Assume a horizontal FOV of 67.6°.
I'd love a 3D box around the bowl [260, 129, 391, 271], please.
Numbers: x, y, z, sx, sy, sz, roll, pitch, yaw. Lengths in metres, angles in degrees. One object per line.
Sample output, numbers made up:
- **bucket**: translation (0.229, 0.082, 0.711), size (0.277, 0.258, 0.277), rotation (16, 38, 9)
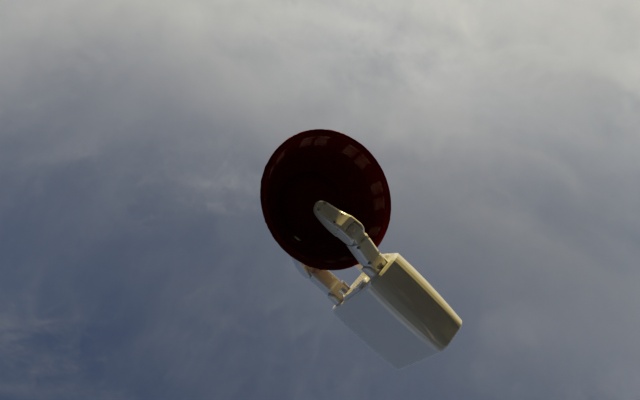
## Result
- **bowl**: translation (-0.001, 0.001, 0.558), size (0.162, 0.162, 0.055), rotation (0, -10, -24)
